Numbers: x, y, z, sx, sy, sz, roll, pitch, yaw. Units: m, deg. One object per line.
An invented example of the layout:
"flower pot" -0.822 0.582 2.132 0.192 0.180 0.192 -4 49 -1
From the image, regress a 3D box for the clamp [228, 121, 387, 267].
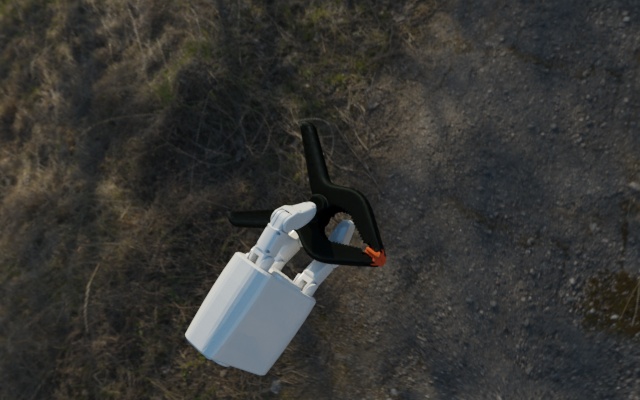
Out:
"clamp" 0.000 0.002 0.571 0.210 0.164 0.036 30 -4 30
